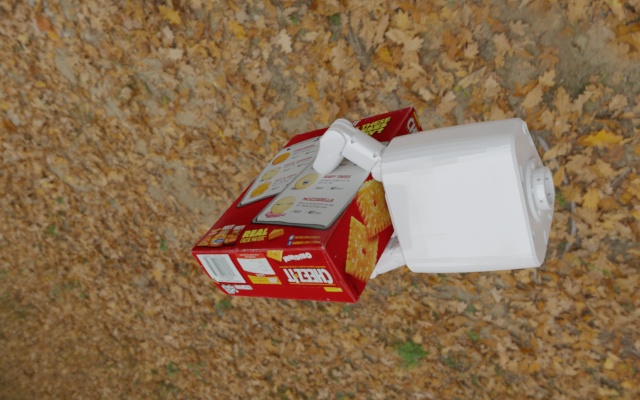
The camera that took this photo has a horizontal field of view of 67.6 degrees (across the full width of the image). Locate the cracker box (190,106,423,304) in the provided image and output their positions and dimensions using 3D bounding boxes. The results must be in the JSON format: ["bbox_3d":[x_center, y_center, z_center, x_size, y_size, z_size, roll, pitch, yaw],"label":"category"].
[{"bbox_3d":[0.000,0.002,0.480,0.164,0.072,0.213,-7,34,38],"label":"cracker box"}]
